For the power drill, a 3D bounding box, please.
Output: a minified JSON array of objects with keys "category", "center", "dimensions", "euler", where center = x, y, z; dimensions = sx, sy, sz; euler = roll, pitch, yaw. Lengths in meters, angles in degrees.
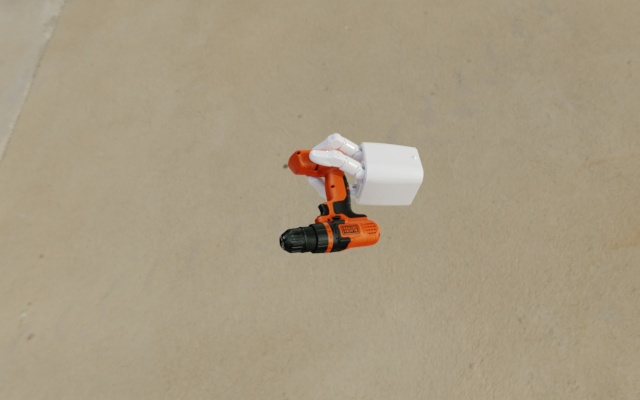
[{"category":"power drill","center":[0.000,0.002,0.833],"dimensions":[0.184,0.187,0.057],"euler":[-2,-25,-28]}]
